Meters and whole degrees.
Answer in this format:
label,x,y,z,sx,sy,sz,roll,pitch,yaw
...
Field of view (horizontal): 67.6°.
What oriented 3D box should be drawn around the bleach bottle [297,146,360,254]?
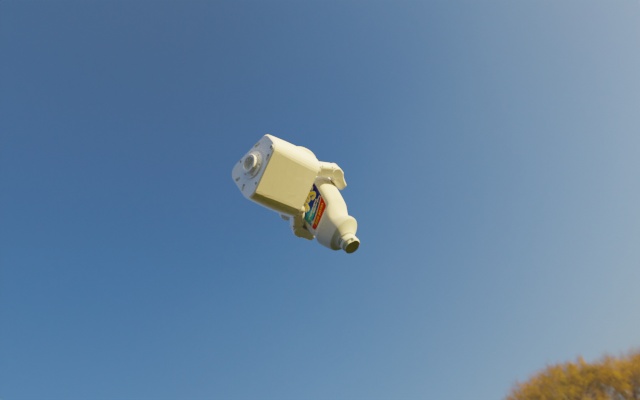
label,x,y,z,sx,sy,sz,roll,pitch,yaw
bleach bottle,0.000,0.003,0.888,0.068,0.102,0.250,21,20,-43
